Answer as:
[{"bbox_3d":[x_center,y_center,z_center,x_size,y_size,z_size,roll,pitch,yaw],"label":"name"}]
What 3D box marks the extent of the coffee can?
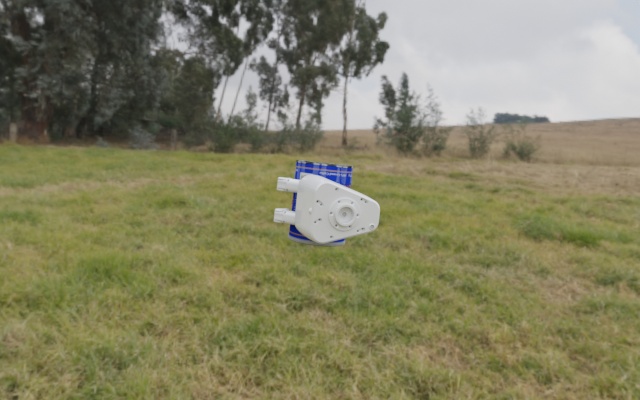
[{"bbox_3d":[0.000,0.003,0.849,0.103,0.140,0.103,6,5,-1],"label":"coffee can"}]
